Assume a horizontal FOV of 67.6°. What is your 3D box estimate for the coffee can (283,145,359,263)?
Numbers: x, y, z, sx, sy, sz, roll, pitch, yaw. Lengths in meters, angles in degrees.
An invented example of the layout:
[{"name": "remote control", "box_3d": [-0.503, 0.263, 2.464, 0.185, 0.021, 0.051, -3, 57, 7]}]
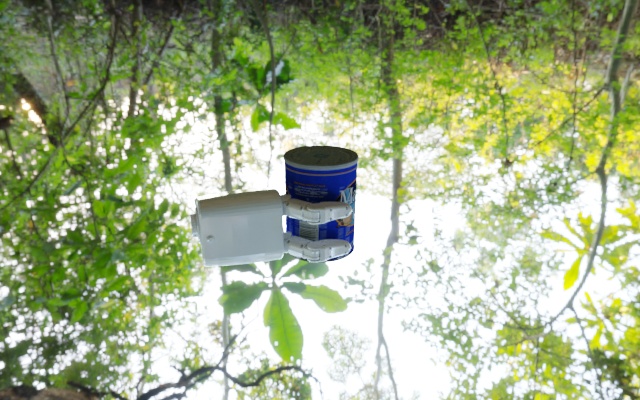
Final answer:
[{"name": "coffee can", "box_3d": [0.000, 0.002, 0.676, 0.103, 0.140, 0.102, 0, 21, 0]}]
